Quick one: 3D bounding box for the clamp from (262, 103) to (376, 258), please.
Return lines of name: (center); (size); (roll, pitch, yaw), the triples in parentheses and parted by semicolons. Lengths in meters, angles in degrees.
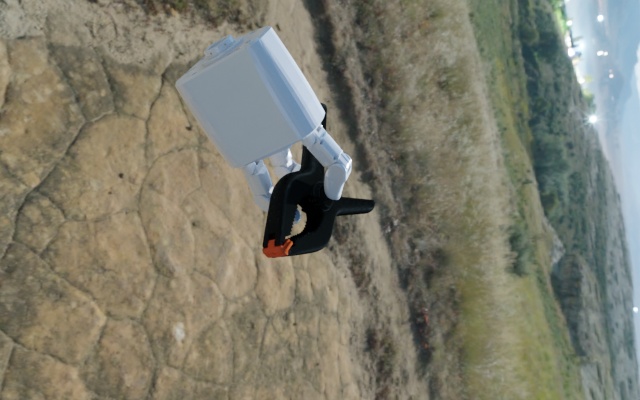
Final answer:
clamp: (0.000, 0.002, 0.564); (0.036, 0.165, 0.209); (-14, 33, 36)
